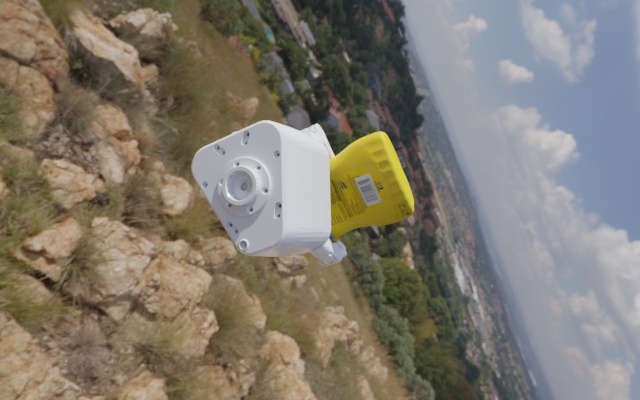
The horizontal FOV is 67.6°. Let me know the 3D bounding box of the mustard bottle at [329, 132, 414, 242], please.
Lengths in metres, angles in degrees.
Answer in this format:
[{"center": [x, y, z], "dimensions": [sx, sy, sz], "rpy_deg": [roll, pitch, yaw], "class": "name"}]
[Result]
[{"center": [0.000, 0.002, 0.535], "dimensions": [0.191, 0.096, 0.058], "rpy_deg": [-21, 15, 17], "class": "mustard bottle"}]
